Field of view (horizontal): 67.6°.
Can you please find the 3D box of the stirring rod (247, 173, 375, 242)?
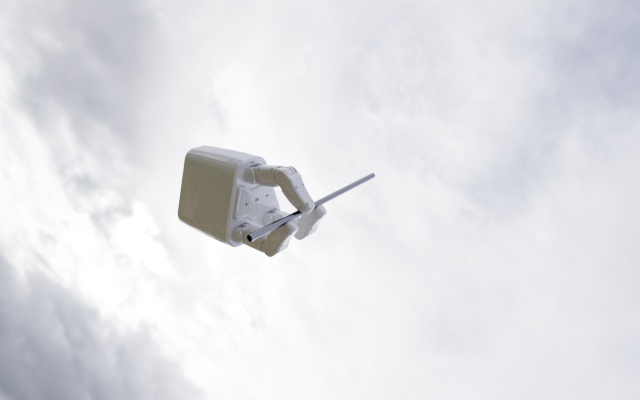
[{"bbox_3d":[0.000,0.002,0.580,0.011,0.011,0.239,0,18,40],"label":"stirring rod"}]
